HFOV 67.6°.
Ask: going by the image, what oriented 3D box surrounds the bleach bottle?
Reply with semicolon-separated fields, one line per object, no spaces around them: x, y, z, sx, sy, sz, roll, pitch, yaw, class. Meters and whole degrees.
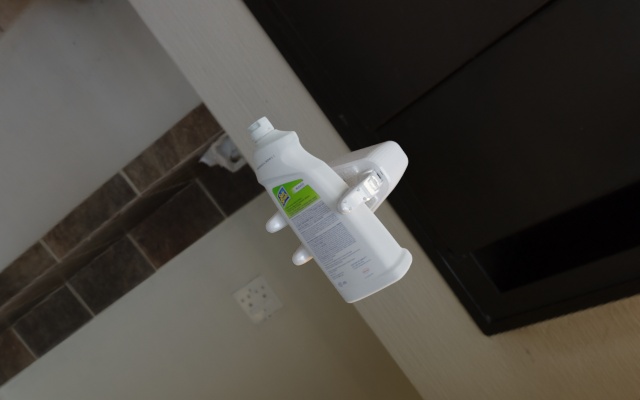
0.000;0.002;0.592;0.102;0.251;0.068;-34;5;30;bleach bottle
